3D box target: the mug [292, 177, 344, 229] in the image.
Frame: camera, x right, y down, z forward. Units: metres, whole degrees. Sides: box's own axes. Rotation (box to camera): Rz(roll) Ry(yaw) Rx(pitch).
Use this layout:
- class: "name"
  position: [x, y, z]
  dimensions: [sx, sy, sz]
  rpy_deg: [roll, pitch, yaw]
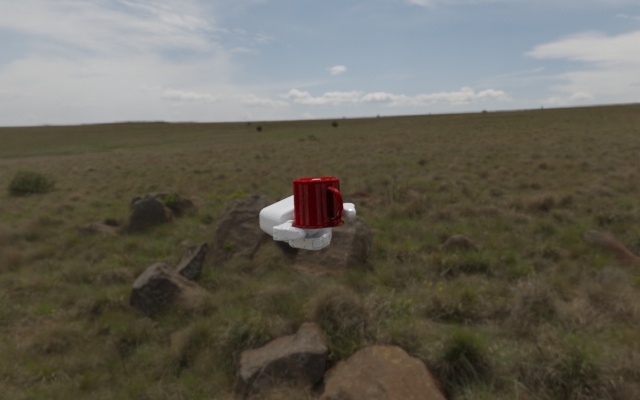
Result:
- class: "mug"
  position: [0.001, 0.003, 0.826]
  dimensions: [0.093, 0.081, 0.117]
  rpy_deg: [-7, 8, -31]
